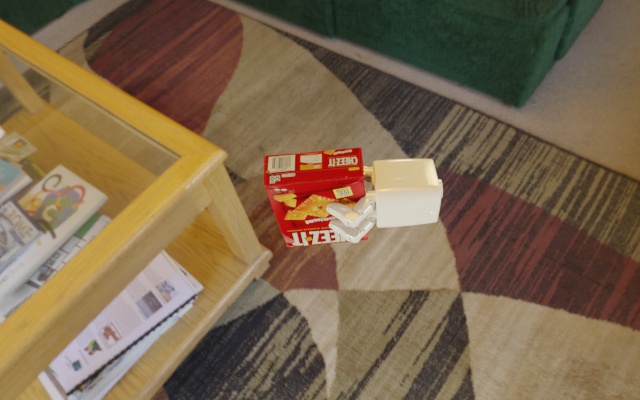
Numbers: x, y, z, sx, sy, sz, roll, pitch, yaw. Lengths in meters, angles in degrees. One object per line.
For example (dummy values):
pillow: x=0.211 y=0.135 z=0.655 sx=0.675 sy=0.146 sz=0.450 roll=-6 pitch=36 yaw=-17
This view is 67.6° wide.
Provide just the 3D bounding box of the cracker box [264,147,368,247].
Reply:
cracker box: x=0.000 y=0.003 z=0.852 sx=0.164 sy=0.072 sz=0.214 roll=-5 pitch=-34 yaw=5
